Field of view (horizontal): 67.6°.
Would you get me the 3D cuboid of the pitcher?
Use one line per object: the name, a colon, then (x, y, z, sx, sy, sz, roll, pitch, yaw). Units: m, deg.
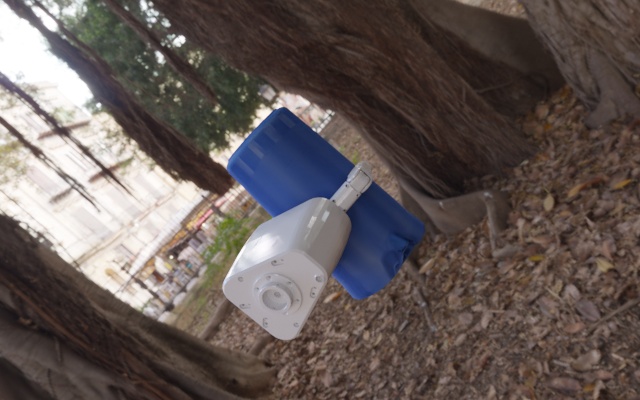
pitcher: (0.000, 0.002, 0.615, 0.149, 0.243, 0.145, -43, 10, 28)
